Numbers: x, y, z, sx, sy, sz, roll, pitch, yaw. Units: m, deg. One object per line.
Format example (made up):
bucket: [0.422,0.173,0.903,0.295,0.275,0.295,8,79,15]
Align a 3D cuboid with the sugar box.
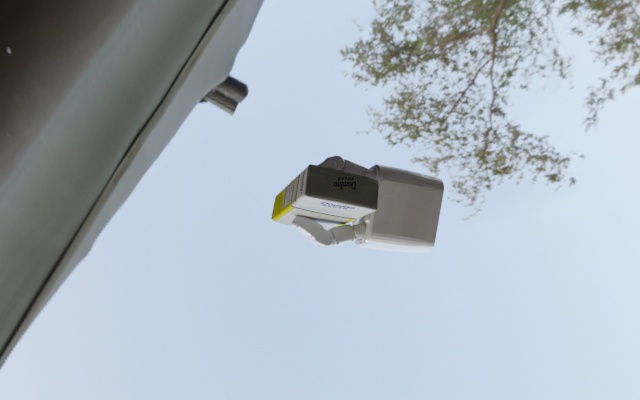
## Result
sugar box: [0.000,0.002,0.634,0.093,0.048,0.176,12,-18,-17]
